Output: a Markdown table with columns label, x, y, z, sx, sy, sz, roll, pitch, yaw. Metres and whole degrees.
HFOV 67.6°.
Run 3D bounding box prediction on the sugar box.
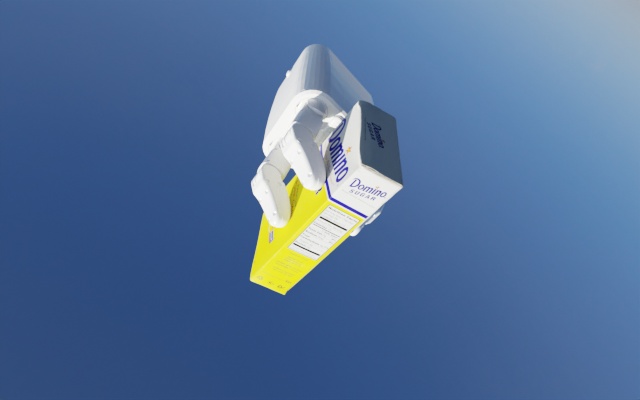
| label | x | y | z | sx | sy | sz | roll | pitch | yaw |
| --- | --- | --- | --- | --- | --- | --- | --- | --- | --- |
| sugar box | 0.000 | 0.001 | 0.431 | 0.048 | 0.093 | 0.176 | 25 | -50 | -19 |
